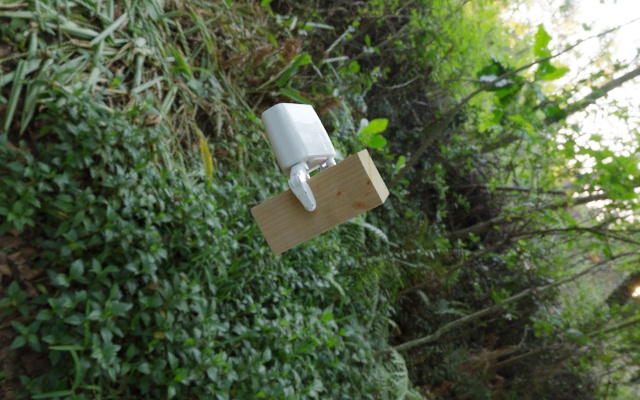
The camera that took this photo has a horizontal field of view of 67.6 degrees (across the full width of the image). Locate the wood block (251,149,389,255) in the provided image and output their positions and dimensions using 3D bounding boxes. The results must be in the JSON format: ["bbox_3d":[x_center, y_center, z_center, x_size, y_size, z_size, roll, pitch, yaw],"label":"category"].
[{"bbox_3d":[0.000,0.002,0.808,0.206,0.090,0.091,-27,3,18],"label":"wood block"}]
